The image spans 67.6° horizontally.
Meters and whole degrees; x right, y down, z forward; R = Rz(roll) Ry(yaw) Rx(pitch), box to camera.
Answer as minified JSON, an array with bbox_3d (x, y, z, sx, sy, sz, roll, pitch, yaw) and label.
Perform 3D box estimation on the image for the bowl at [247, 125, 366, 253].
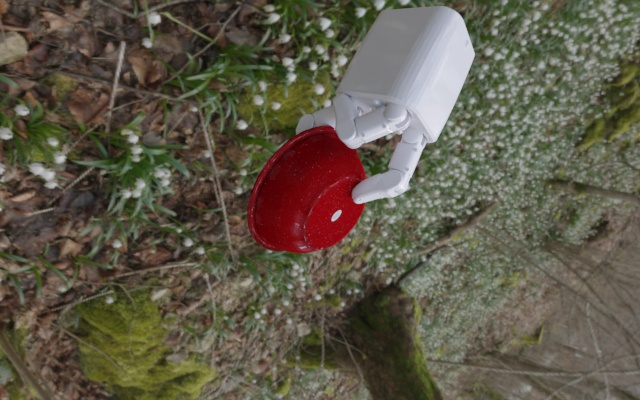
[{"bbox_3d":[0.000,0.003,0.530,0.162,0.162,0.055,0,29,-49],"label":"bowl"}]
